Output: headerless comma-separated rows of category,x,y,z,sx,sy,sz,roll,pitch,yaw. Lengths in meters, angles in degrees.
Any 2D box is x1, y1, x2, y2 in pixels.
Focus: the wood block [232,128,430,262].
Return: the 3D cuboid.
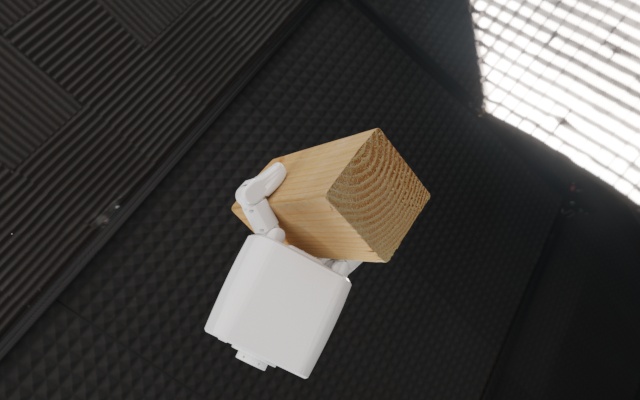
wood block,0.000,0.002,0.512,0.091,0.090,0.206,48,-26,-21
